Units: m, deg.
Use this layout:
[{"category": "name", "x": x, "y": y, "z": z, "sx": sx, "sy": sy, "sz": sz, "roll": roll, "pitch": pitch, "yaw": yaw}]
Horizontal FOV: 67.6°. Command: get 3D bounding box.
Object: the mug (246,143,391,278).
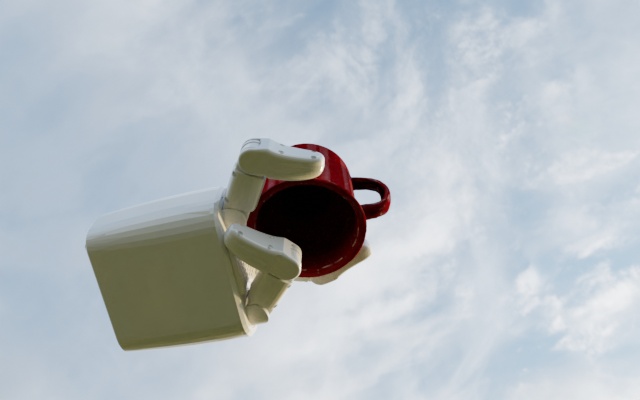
[{"category": "mug", "x": 0.001, "y": 0.001, "z": 0.401, "sx": 0.117, "sy": 0.093, "sz": 0.081, "roll": -10, "pitch": 31, "yaw": 4}]
